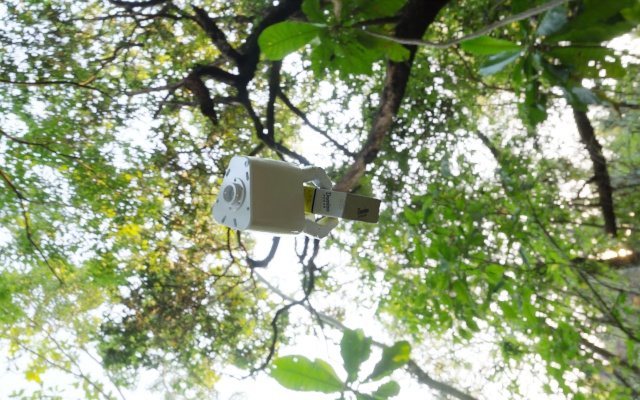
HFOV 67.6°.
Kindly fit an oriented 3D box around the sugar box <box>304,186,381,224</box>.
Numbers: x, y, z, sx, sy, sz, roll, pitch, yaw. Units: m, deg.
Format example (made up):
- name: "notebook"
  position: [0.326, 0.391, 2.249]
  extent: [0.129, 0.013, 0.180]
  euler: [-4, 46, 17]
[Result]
- name: "sugar box"
  position: [0.000, 0.003, 0.778]
  extent: [0.176, 0.048, 0.093]
  euler: [13, 2, 42]
